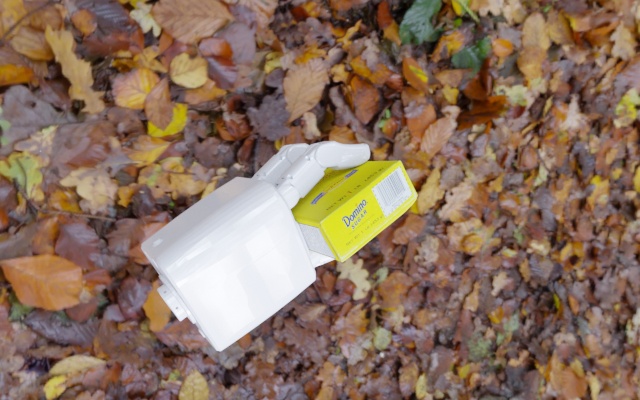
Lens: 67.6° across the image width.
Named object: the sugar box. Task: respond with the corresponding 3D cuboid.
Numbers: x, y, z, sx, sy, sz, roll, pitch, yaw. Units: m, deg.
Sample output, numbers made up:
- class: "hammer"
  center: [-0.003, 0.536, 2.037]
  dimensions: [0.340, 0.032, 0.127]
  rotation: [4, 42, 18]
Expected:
- class: "sugar box"
  center: [0.000, 0.001, 0.456]
  dimensions: [0.093, 0.048, 0.176]
  rotation: [-36, 22, -22]
